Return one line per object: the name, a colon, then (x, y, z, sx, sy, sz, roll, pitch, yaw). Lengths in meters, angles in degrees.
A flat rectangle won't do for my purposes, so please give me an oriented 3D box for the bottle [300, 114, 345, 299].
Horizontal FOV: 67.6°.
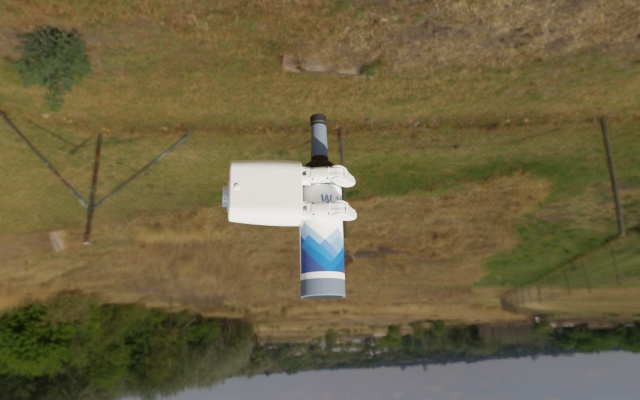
bottle: (0.000, 0.003, 0.749, 0.069, 0.295, 0.069, -1, -17, 0)
